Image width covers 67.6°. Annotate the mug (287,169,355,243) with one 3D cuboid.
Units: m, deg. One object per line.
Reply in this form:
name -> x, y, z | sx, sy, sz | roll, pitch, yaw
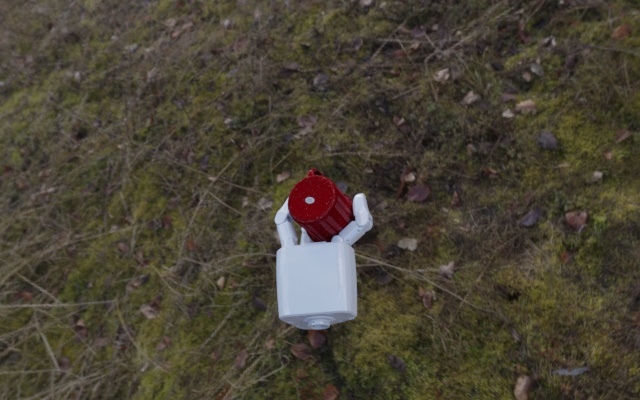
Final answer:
mug -> 0.000, 0.001, 0.744 | 0.093, 0.117, 0.081 | -16, -30, 18
